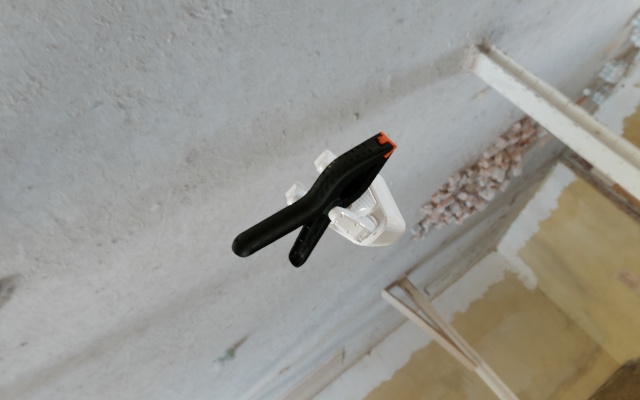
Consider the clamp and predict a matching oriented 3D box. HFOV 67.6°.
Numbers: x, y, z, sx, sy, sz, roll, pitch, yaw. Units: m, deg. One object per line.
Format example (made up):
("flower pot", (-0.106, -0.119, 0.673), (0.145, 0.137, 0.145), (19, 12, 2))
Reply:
("clamp", (0.001, 0.002, 0.548), (0.036, 0.210, 0.164), (48, 14, 21))
